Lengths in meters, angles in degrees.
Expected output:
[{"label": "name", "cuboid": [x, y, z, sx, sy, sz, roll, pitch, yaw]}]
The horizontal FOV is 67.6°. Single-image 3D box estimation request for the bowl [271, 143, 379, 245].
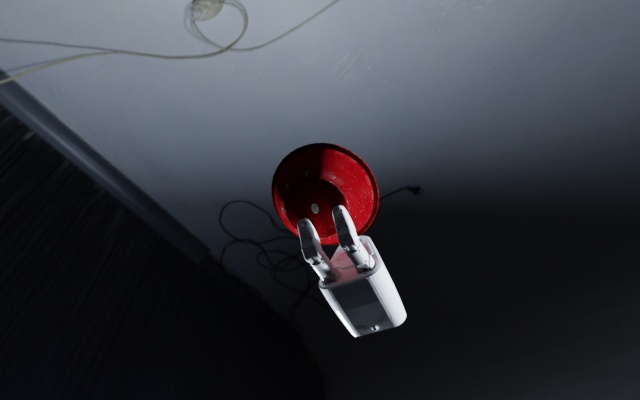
[{"label": "bowl", "cuboid": [-0.001, 0.001, 0.681, 0.162, 0.162, 0.055, 0, 21, 13]}]
